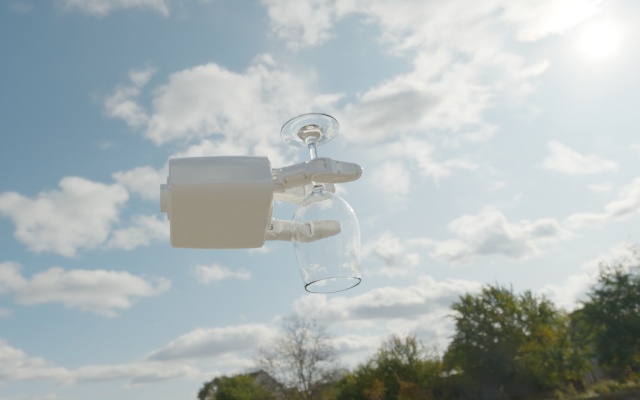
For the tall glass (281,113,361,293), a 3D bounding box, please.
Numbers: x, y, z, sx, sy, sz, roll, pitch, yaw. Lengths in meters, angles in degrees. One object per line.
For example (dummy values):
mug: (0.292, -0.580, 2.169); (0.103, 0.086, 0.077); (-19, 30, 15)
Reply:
tall glass: (0.000, 0.001, 0.553); (0.079, 0.201, 0.079); (-7, -25, -3)
